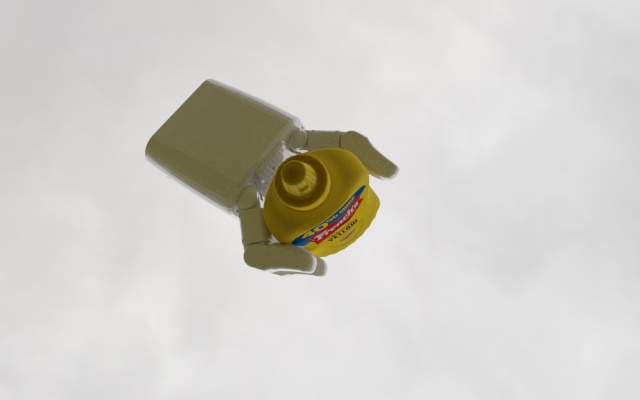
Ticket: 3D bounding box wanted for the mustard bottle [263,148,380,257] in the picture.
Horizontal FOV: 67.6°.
[{"bbox_3d":[0.000,0.002,0.417,0.096,0.058,0.192,-37,-18,2],"label":"mustard bottle"}]
